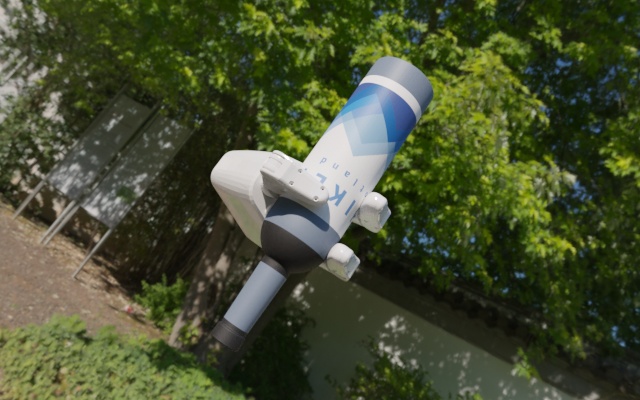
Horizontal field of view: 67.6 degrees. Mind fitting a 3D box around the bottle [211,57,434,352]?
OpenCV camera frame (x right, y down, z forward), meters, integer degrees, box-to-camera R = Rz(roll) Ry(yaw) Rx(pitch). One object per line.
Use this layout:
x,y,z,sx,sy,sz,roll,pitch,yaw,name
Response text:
0.000,0.001,0.433,0.069,0.295,0.069,32,-13,9,bottle
